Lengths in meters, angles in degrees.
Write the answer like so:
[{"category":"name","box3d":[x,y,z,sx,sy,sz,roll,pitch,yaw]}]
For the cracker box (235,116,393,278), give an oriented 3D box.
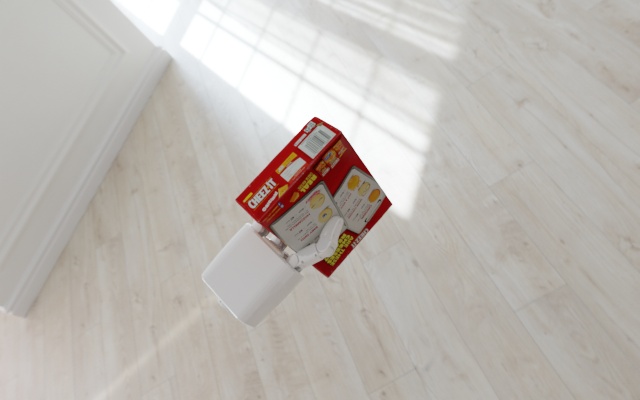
[{"category":"cracker box","box3d":[0.000,0.002,0.714,0.072,0.164,0.214,39,-4,39]}]
